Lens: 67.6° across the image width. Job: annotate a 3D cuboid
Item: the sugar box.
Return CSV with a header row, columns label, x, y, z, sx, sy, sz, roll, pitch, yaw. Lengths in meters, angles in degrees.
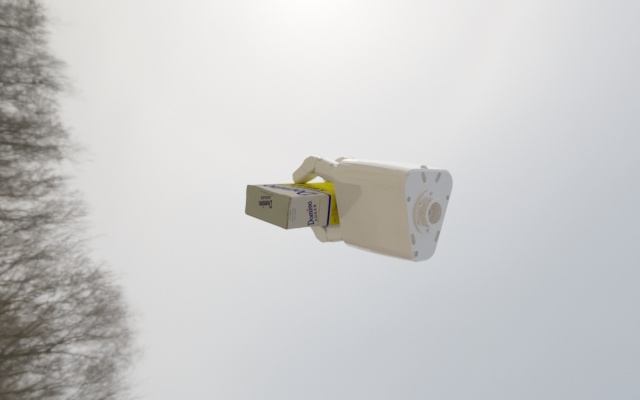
label,x,y,z,sx,sy,sz,roll,pitch,yaw
sugar box,0.000,0.002,0.626,0.176,0.048,0.093,-1,11,-42
